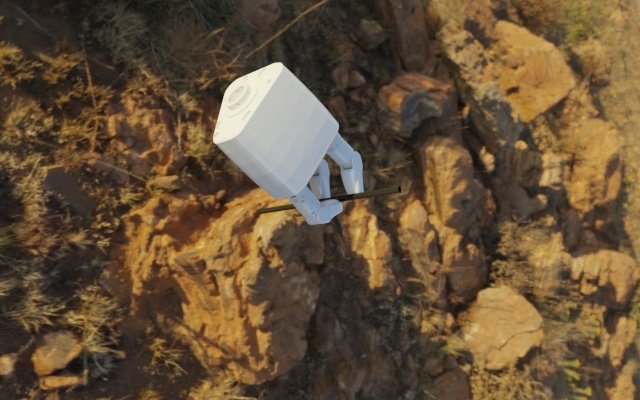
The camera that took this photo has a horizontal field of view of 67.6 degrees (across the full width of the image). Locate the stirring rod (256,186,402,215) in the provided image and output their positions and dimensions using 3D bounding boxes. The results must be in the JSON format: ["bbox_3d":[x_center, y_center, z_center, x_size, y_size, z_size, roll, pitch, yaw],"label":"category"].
[{"bbox_3d":[0.000,0.002,0.633,0.239,0.011,0.011,-9,-6,39],"label":"stirring rod"}]
